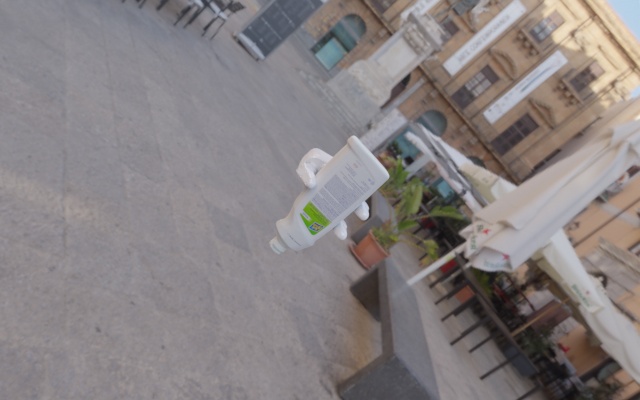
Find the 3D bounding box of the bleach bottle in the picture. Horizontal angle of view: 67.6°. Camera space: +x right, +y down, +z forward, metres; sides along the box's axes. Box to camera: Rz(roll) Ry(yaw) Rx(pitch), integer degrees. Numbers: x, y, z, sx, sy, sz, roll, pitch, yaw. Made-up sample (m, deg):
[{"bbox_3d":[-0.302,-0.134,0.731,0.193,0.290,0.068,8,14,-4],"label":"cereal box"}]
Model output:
[{"bbox_3d":[0.000,0.003,0.869,0.251,0.102,0.068,-41,10,12],"label":"bleach bottle"}]
